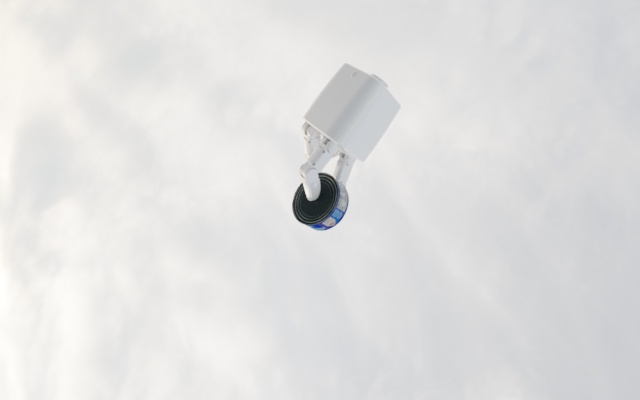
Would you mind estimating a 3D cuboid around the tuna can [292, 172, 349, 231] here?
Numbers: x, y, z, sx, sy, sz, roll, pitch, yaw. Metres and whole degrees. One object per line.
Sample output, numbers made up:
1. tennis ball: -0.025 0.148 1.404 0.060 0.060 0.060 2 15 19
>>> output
1. tuna can: 0.000 0.003 0.729 0.086 0.086 0.034 0 -21 37
